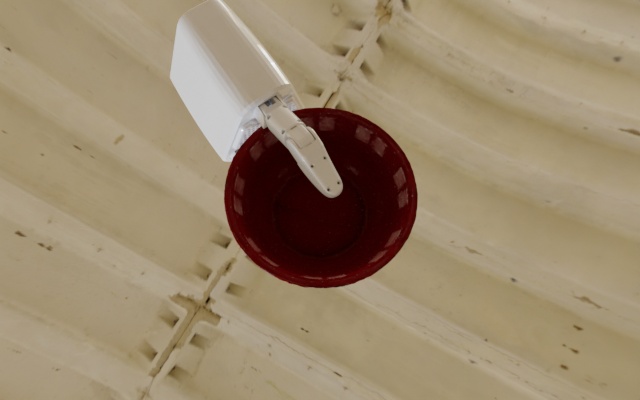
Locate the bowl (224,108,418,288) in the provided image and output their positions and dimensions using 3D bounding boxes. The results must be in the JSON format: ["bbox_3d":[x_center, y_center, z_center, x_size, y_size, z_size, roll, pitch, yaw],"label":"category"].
[{"bbox_3d":[0.001,0.003,0.420,0.162,0.162,0.055,0,-21,-2],"label":"bowl"}]
